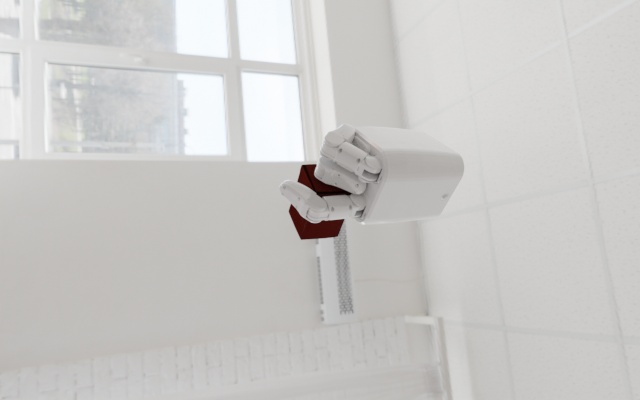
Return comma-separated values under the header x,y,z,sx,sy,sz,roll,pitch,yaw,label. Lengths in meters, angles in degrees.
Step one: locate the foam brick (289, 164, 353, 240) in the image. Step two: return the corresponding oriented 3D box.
x,y,z,sx,sy,sz,roll,pitch,yaw,label
0.000,0.002,0.569,0.051,0.078,0.053,-3,45,-24,foam brick
